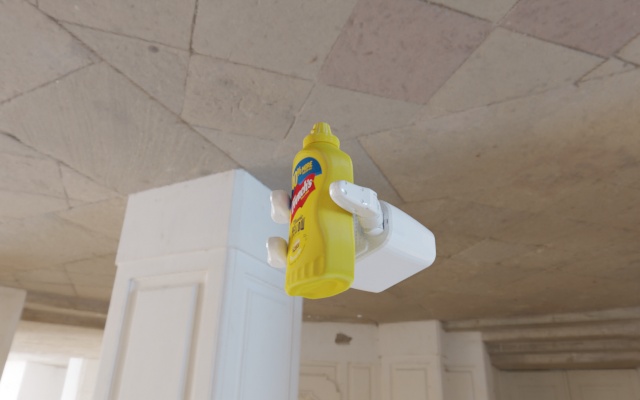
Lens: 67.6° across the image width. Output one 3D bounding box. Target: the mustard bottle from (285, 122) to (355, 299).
[{"bbox_3d":[0.000,0.002,0.509,0.058,0.191,0.096,12,-26,-21],"label":"mustard bottle"}]
